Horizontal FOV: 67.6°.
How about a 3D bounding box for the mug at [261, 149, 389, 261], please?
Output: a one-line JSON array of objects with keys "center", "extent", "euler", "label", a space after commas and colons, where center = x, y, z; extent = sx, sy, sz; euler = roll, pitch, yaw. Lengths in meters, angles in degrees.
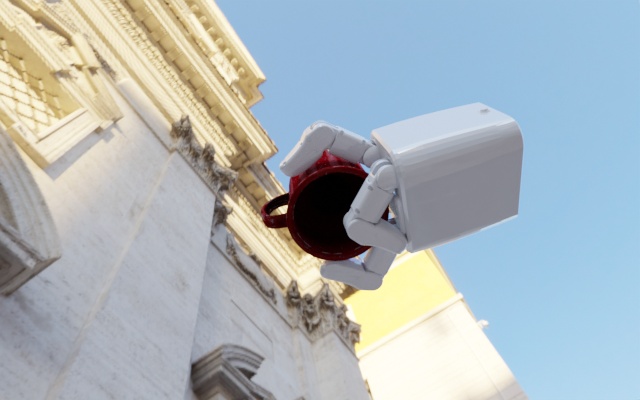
[{"center": [-0.001, 0.002, 0.462], "extent": [0.117, 0.093, 0.081], "euler": [-15, 24, 0], "label": "mug"}]
